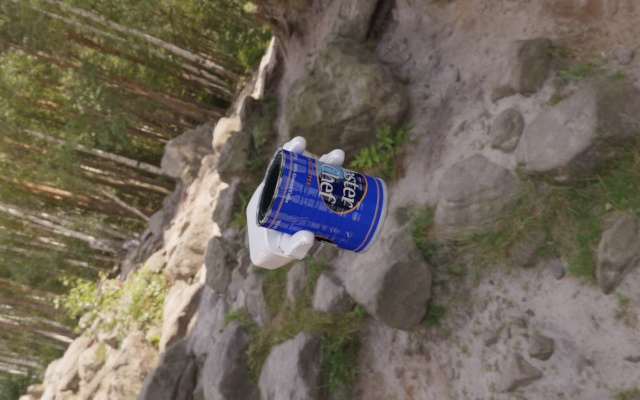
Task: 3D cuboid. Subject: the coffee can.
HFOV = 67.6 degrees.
[{"bbox_3d":[0.000,0.002,0.607,0.140,0.103,0.103,16,-5,-17],"label":"coffee can"}]
